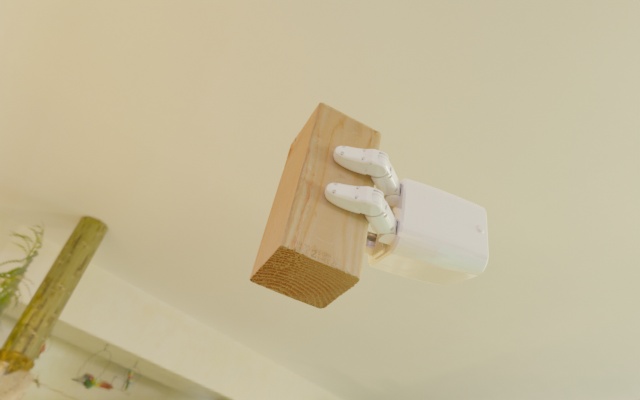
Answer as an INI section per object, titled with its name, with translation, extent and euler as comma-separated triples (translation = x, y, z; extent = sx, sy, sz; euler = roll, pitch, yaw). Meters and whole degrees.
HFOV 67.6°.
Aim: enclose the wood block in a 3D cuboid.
[wood block]
translation = 0.000, 0.002, 0.542
extent = 0.090, 0.206, 0.091
euler = 24, -40, -14
